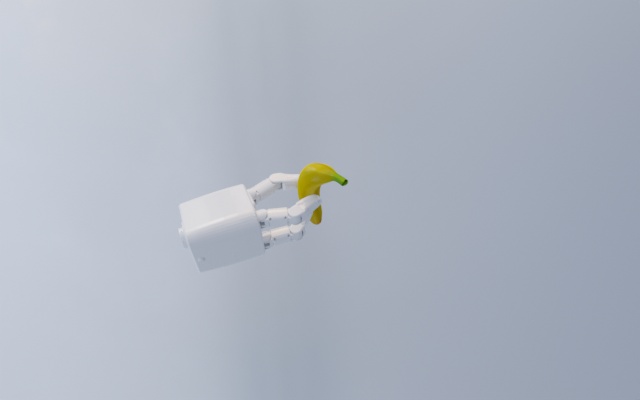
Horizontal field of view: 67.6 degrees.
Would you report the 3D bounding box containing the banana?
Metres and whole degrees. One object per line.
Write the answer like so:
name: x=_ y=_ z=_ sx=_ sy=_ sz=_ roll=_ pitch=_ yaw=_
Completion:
banana: x=-0.009 y=-0.014 z=0.756 sx=0.037 sy=0.069 sz=0.198 roll=-30 pitch=-11 yaw=-19
